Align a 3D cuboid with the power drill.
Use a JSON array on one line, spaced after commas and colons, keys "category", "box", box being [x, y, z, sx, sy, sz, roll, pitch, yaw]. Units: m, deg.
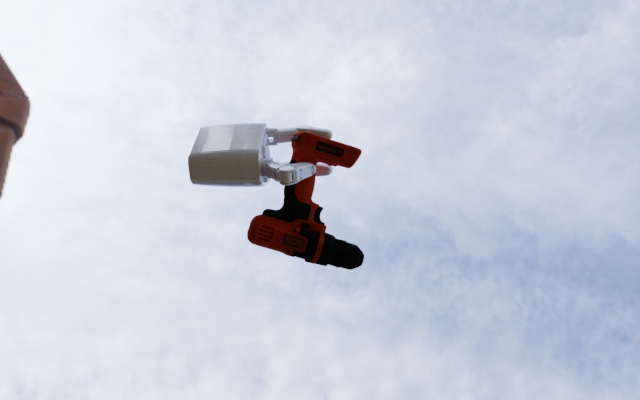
[{"category": "power drill", "box": [0.000, 0.002, 0.723, 0.184, 0.187, 0.057, 17, 0, -14]}]
